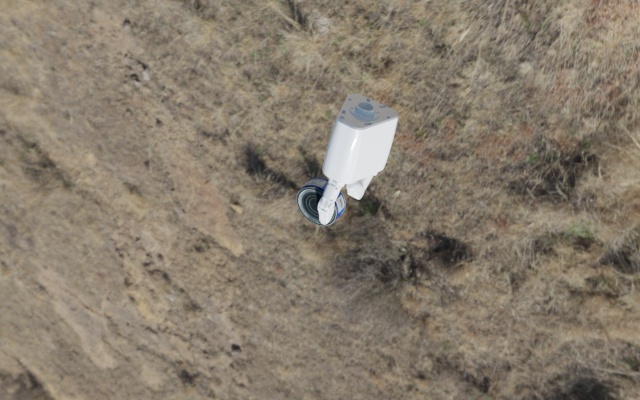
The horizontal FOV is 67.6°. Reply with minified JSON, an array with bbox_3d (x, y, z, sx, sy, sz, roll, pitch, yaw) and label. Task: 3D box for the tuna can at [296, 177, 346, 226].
[{"bbox_3d":[0.000,0.003,0.855,0.086,0.086,0.033,0,32,35],"label":"tuna can"}]
